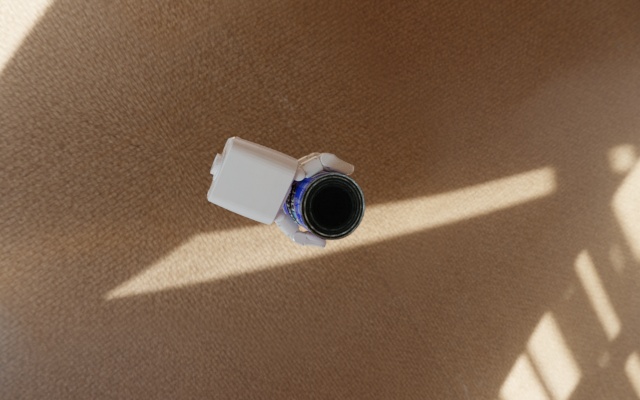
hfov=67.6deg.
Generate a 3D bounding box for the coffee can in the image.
[{"bbox_3d":[0.000,0.003,0.778,0.103,0.103,0.140,0,6,-16],"label":"coffee can"}]
